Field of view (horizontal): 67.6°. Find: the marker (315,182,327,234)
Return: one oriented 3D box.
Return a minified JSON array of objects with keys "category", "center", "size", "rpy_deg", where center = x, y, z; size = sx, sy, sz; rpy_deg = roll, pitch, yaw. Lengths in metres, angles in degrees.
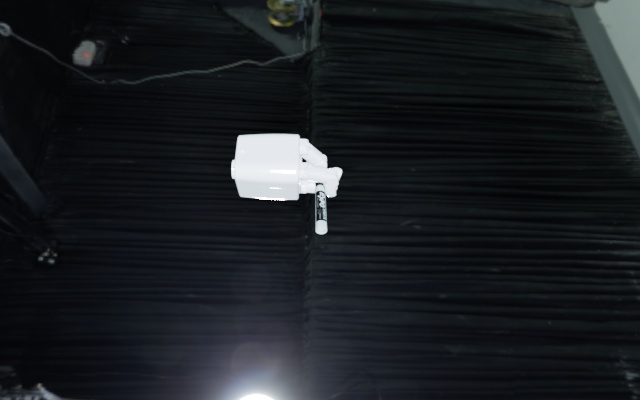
[{"category":"marker","center":[0.000,0.003,0.811],"size":[0.020,0.121,0.020],"rpy_deg":[-1,-38,-1]}]
